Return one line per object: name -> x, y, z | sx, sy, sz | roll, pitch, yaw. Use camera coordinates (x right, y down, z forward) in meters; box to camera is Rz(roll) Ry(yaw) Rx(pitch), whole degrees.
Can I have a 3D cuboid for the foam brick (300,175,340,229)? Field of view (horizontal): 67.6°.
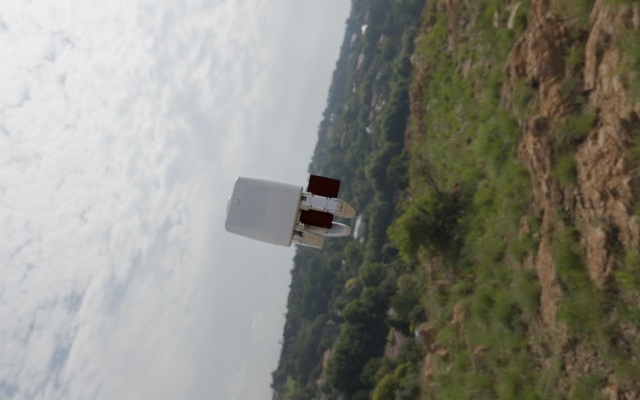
foam brick -> 0.000, 0.002, 0.783 | 0.051, 0.078, 0.053 | 12, -10, 2
